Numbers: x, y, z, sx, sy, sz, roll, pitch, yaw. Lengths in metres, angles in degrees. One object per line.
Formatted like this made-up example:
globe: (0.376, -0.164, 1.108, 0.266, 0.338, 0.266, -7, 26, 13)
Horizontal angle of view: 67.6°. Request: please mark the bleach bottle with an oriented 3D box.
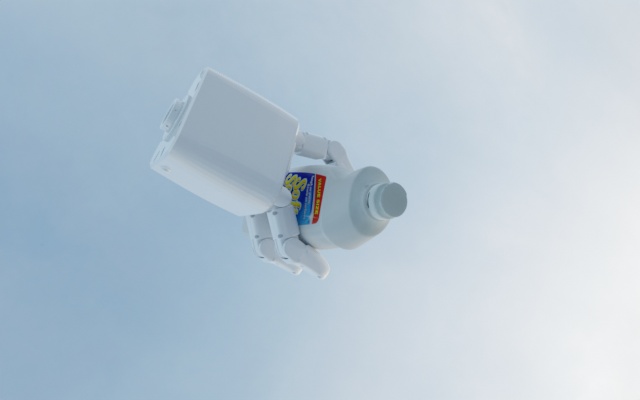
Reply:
bleach bottle: (0.000, 0.002, 0.498, 0.068, 0.102, 0.251, 28, -18, -25)
